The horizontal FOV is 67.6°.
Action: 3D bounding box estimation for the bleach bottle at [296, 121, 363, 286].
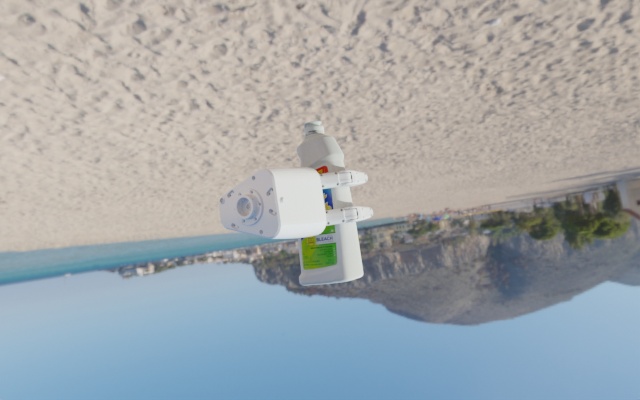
[{"bbox_3d":[0.000,0.002,0.754,0.102,0.251,0.068,-12,-5,33],"label":"bleach bottle"}]
